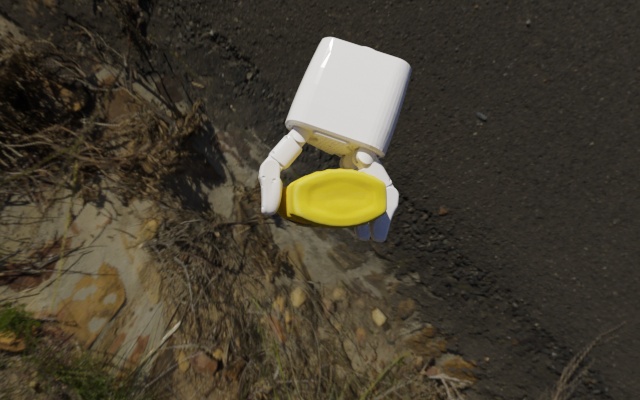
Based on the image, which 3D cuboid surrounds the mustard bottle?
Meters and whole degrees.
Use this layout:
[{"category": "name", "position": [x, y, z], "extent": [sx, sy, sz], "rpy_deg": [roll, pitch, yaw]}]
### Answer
[{"category": "mustard bottle", "position": [0.000, 0.002, 0.544], "extent": [0.096, 0.058, 0.191], "rpy_deg": [-3, -2, -13]}]
